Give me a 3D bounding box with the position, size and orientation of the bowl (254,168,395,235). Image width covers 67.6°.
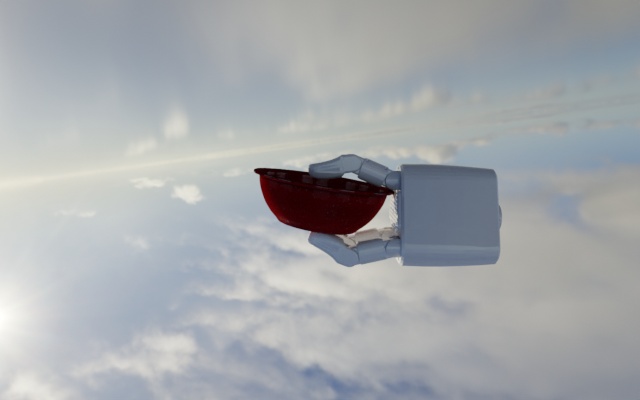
[{"bbox_3d":[-0.001,0.002,0.547,0.162,0.055,0.162,9,7,-1],"label":"bowl"}]
